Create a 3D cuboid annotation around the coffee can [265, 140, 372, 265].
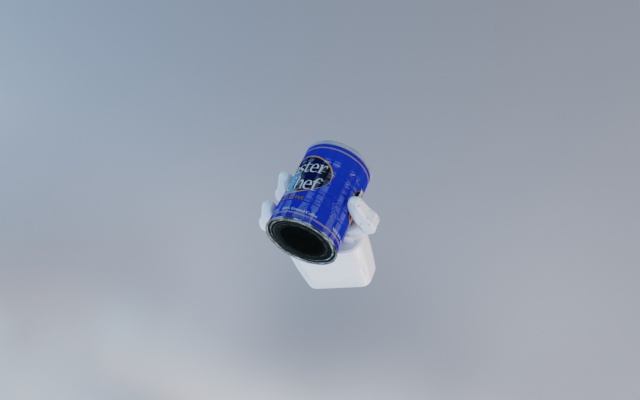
[{"bbox_3d":[0.000,0.002,0.658,0.103,0.140,0.103,18,-33,13],"label":"coffee can"}]
